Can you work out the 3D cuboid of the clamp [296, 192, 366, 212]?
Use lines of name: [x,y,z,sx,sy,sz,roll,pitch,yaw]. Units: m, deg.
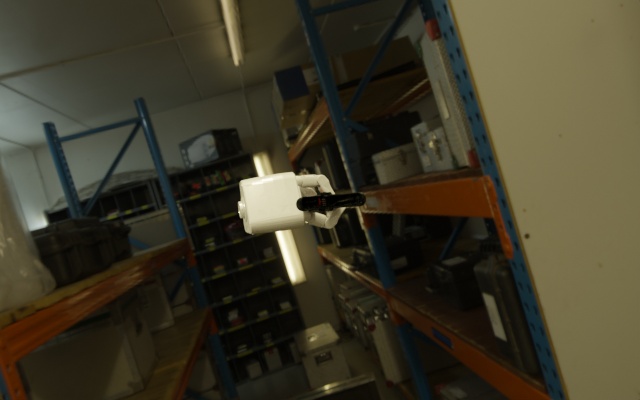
clamp: [0.000,0.002,0.881,0.120,0.039,0.171,1,-3,-17]
